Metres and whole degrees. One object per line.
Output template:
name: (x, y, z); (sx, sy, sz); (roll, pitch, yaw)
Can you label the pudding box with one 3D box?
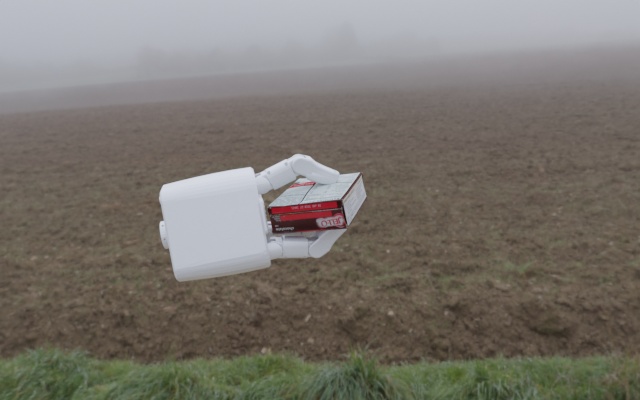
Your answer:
pudding box: (0.000, 0.002, 0.565); (0.090, 0.039, 0.113); (-5, 19, 19)
